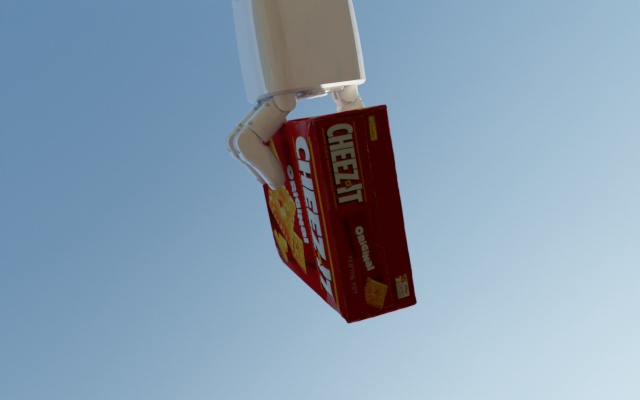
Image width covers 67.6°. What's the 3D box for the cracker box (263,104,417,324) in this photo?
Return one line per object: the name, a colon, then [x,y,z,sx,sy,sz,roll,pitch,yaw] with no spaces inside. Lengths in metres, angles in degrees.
cracker box: [0.000,0.001,0.461,0.072,0.164,0.213,-14,11,-16]
